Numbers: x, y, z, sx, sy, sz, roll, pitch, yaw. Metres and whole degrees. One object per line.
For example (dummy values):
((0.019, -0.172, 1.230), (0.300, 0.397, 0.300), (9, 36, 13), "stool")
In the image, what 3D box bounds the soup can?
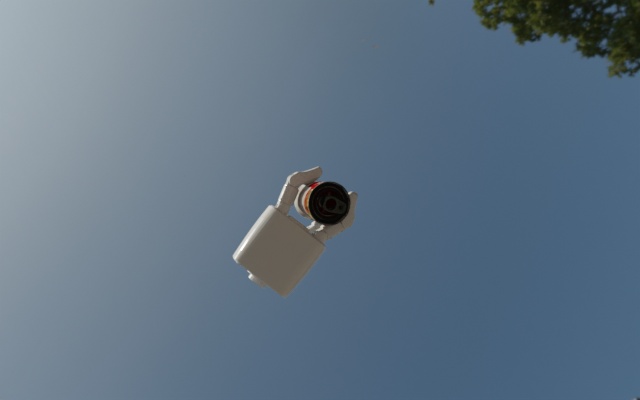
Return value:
((0.000, 0.002, 0.775), (0.068, 0.068, 0.102), (0, 3, -16), "soup can")
